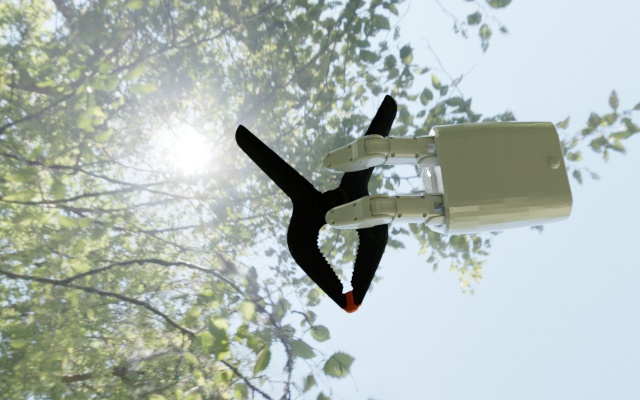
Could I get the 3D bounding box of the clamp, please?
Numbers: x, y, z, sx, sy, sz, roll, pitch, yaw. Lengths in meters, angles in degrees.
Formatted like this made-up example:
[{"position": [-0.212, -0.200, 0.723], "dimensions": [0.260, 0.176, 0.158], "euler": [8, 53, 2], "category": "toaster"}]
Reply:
[{"position": [0.000, 0.002, 0.457], "dimensions": [0.164, 0.210, 0.036], "euler": [-5, -17, 5], "category": "clamp"}]
